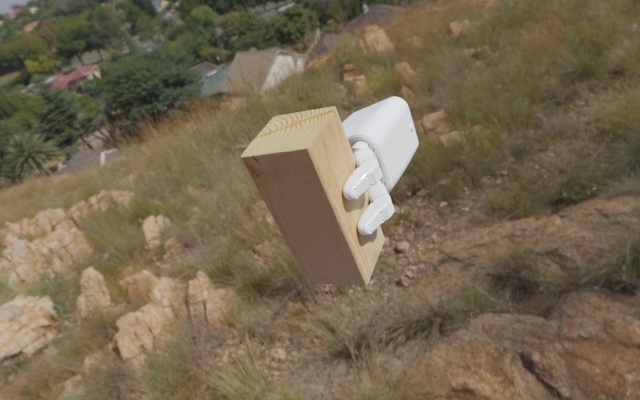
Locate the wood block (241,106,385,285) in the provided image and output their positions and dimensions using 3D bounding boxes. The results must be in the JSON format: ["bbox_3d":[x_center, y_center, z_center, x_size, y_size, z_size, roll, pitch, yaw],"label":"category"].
[{"bbox_3d":[0.000,0.002,0.588,0.091,0.206,0.090,-3,38,30],"label":"wood block"}]
